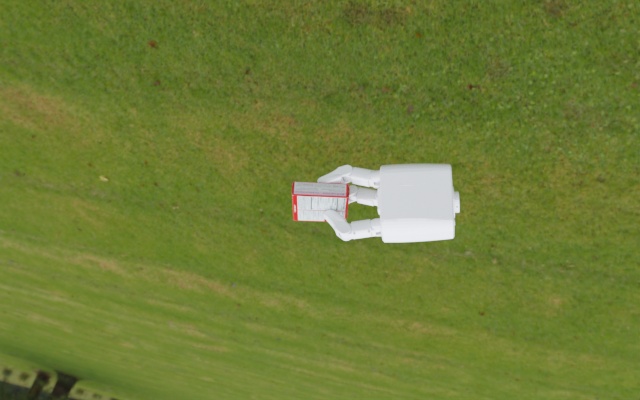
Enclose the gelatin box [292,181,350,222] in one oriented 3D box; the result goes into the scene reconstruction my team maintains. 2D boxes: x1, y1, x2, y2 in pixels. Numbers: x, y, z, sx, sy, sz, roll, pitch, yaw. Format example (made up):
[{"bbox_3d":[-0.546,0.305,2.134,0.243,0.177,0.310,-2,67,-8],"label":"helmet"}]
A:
[{"bbox_3d":[0.000,0.003,0.759,0.089,0.030,0.073,2,-34,0],"label":"gelatin box"}]
